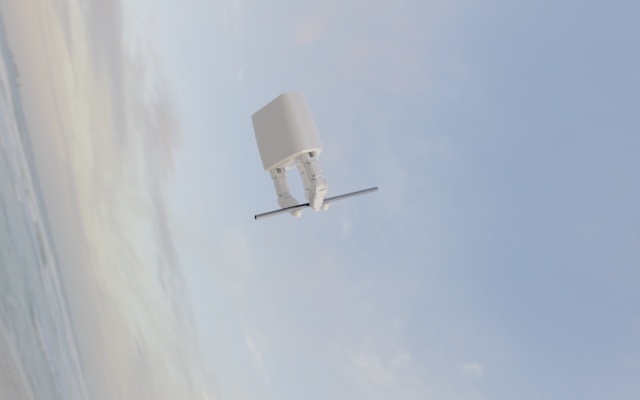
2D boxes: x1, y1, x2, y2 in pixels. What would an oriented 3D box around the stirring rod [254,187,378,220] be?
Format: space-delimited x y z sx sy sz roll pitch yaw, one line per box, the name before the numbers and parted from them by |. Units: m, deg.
stirring rod | 0.000 0.003 0.808 0.239 0.011 0.011 -13 6 -29
